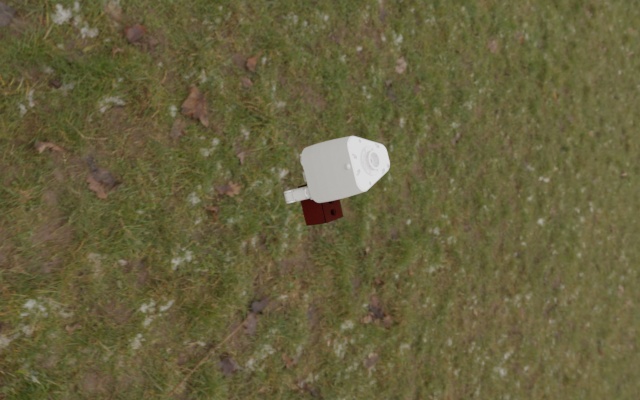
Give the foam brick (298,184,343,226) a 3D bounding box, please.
[{"bbox_3d":[0.000,0.003,0.881,0.051,0.078,0.053,-10,5,40],"label":"foam brick"}]
